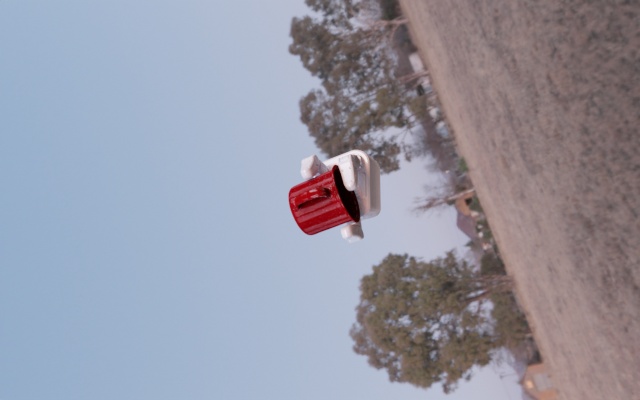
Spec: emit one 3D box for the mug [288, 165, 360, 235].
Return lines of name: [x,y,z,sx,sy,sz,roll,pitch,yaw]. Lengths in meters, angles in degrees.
mug: [-0.001,0.002,0.713,0.081,0.093,0.117,-22,-12,18]
